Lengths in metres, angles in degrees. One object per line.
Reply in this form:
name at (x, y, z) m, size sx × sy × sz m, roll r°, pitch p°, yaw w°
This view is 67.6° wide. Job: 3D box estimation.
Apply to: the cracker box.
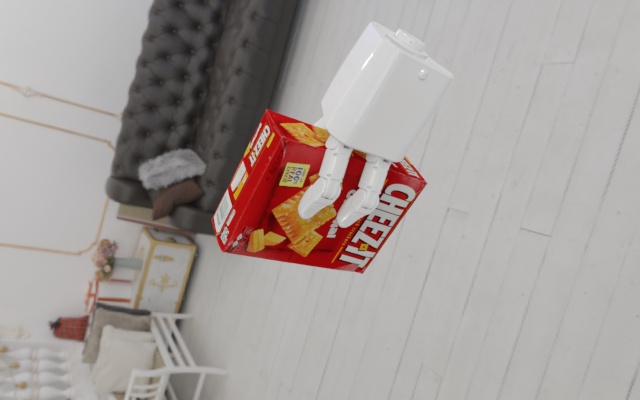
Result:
cracker box at (0.000, 0.002, 0.584) m, size 0.214 × 0.164 × 0.072 m, roll 14°, pitch 31°, yaw -33°
